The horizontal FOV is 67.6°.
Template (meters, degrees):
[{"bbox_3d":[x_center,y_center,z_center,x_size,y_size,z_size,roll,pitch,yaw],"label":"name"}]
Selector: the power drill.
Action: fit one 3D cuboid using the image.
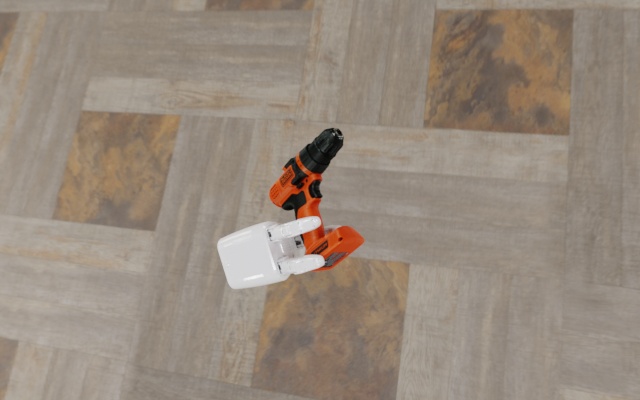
[{"bbox_3d":[0.000,0.003,0.758,0.057,0.187,0.184,4,-37,-40],"label":"power drill"}]
